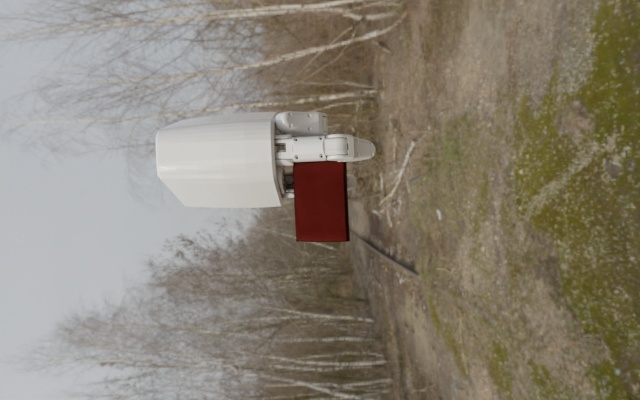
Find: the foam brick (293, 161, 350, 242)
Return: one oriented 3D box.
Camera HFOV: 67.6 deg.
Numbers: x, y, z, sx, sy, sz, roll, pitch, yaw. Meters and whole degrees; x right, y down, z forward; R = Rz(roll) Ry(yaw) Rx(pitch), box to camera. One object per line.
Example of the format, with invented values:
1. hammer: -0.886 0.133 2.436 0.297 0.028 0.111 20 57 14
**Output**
1. foam brick: 0.000 0.002 0.474 0.051 0.078 0.053 -3 -1 -2
